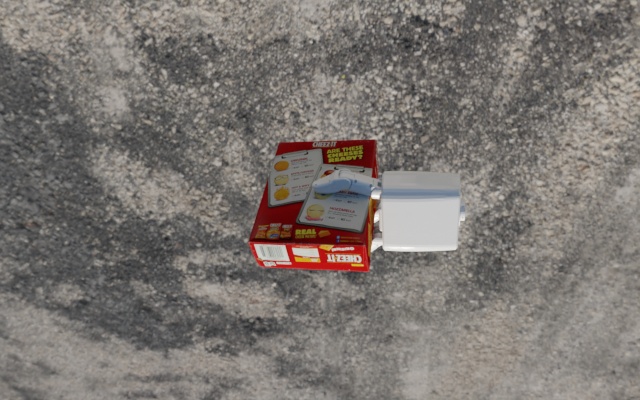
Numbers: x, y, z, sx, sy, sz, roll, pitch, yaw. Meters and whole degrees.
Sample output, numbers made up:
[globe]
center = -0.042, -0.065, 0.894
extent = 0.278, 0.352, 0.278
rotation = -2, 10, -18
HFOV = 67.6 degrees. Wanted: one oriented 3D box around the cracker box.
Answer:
[cracker box]
center = 0.000, 0.002, 0.724
extent = 0.164, 0.213, 0.072
rotation = 0, -43, 12
